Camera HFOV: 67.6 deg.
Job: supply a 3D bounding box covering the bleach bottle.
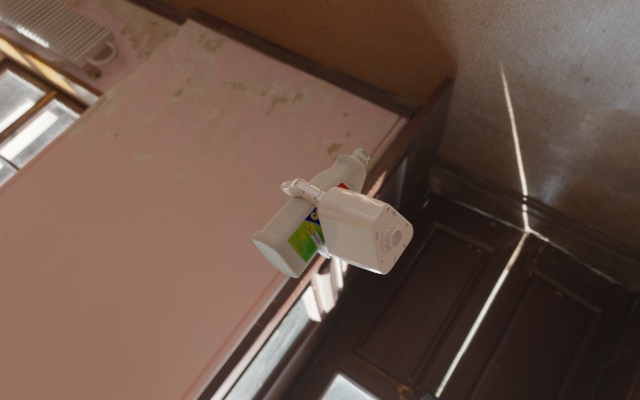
[{"bbox_3d":[0.000,0.003,0.801,0.068,0.250,0.103,17,-30,43],"label":"bleach bottle"}]
